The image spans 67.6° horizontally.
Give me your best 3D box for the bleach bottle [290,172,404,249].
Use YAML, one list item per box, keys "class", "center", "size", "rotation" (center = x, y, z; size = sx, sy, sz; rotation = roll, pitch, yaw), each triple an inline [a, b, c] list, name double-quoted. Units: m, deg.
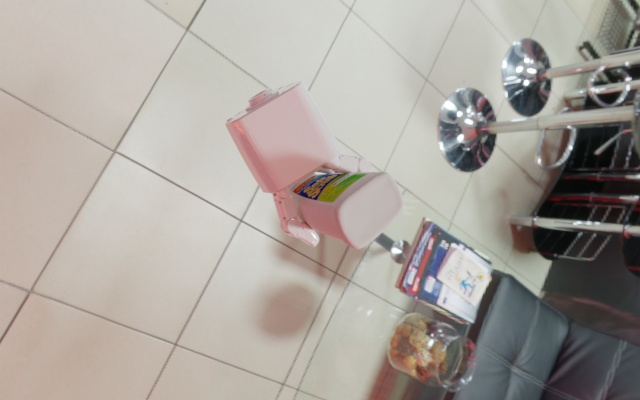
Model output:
- class: "bleach bottle"
  center: [0.000, 0.002, 0.675]
  size: [0.102, 0.068, 0.251]
  rotation: [-38, 21, -23]
